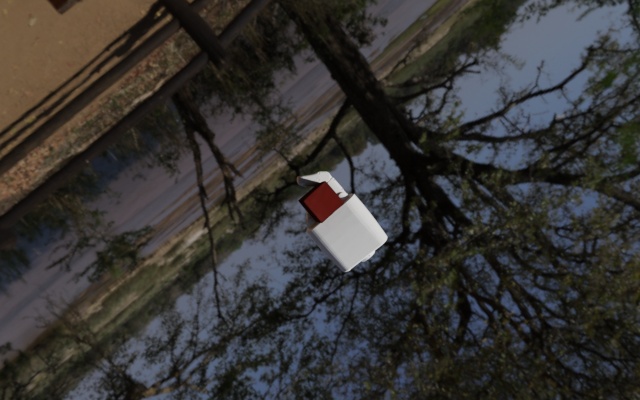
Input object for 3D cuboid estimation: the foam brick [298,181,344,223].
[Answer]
[{"bbox_3d":[0.000,0.003,0.828,0.053,0.051,0.078,-41,5,-6],"label":"foam brick"}]
